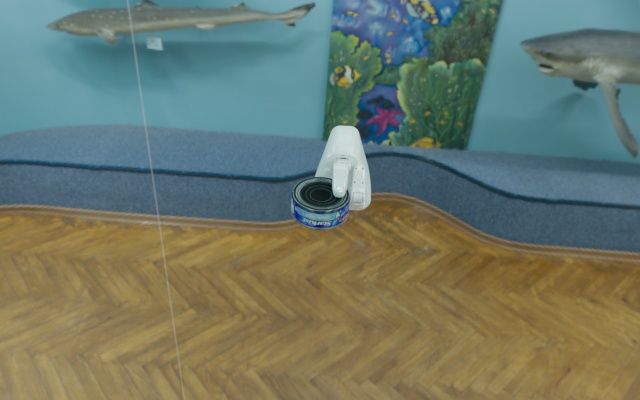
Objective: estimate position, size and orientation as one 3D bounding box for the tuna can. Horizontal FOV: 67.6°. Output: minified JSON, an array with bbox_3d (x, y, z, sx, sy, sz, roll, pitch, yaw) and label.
[{"bbox_3d":[0.000,0.002,0.692,0.086,0.034,0.086,3,38,-2],"label":"tuna can"}]
